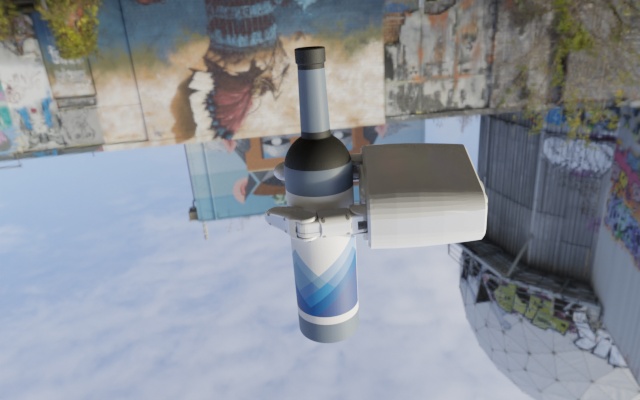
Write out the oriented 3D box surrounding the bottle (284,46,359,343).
[{"bbox_3d":[0.000,0.002,0.475,0.069,0.296,0.069,-3,22,1],"label":"bottle"}]
